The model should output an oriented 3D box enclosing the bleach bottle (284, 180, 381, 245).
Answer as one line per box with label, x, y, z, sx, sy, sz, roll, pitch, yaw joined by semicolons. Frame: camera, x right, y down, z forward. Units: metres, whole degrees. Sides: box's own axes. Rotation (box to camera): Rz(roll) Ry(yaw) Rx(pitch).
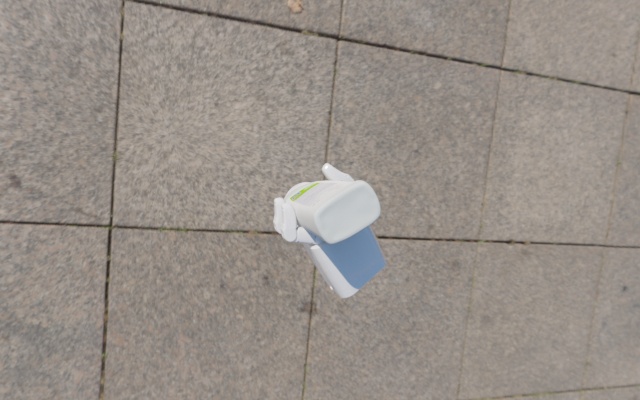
bleach bottle;0.000;0.003;0.780;0.102;0.068;0.251;-31;16;-11
